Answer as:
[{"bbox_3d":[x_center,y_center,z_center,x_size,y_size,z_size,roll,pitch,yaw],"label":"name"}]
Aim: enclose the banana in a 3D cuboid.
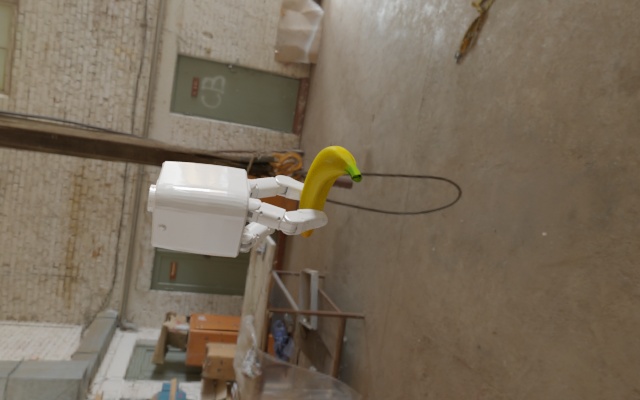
[{"bbox_3d":[0.001,-0.016,0.606,0.037,0.069,0.198,8,-25,-15],"label":"banana"}]
